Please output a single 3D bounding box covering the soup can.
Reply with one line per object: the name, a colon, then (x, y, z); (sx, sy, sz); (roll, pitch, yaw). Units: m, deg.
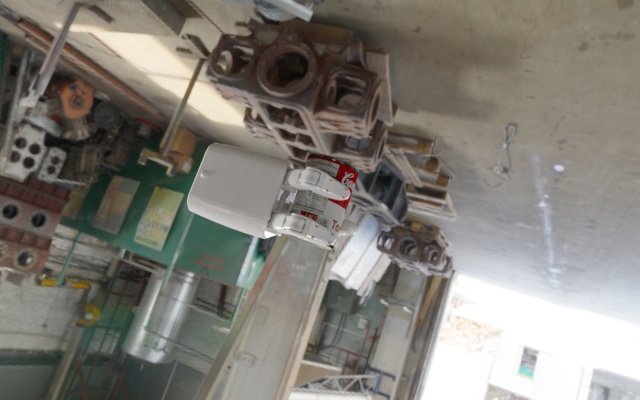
soup can: (0.000, 0.002, 0.587); (0.068, 0.102, 0.068); (18, -11, 4)
